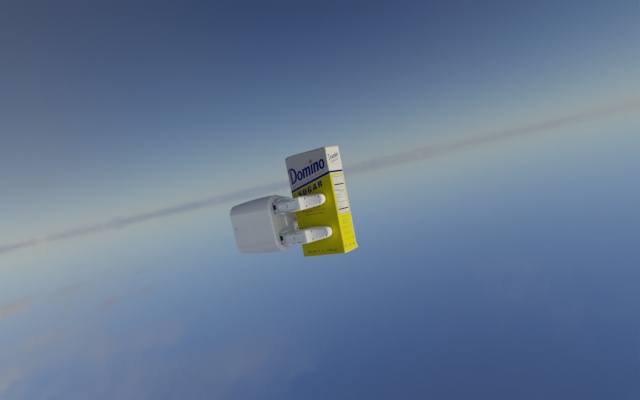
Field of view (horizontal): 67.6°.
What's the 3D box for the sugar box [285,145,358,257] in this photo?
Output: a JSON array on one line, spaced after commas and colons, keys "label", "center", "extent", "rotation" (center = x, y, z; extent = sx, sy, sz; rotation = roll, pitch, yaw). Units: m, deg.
[{"label": "sugar box", "center": [0.000, 0.003, 0.807], "extent": [0.093, 0.176, 0.048], "rotation": [-11, 3, 38]}]
